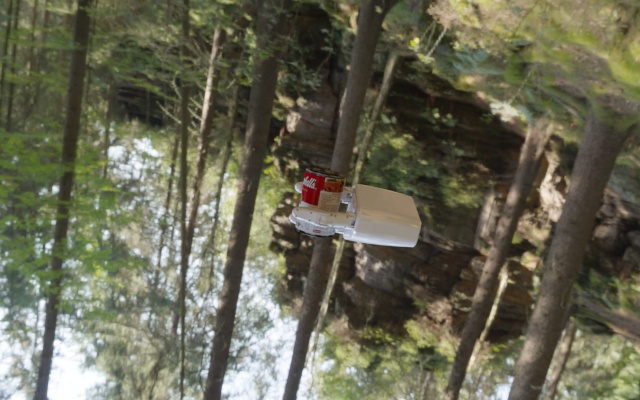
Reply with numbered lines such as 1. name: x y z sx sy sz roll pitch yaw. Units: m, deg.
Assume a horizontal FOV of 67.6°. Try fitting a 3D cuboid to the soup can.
1. soup can: 0.000 0.003 0.780 0.068 0.102 0.068 11 11 -2
